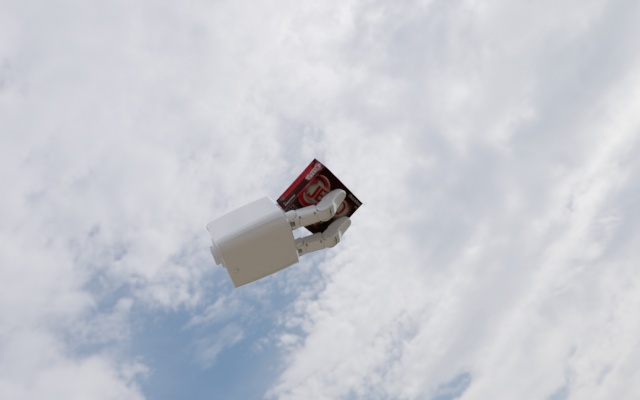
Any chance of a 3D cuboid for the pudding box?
[{"bbox_3d":[0.000,0.002,0.738,0.113,0.090,0.039,41,2,-43],"label":"pudding box"}]
